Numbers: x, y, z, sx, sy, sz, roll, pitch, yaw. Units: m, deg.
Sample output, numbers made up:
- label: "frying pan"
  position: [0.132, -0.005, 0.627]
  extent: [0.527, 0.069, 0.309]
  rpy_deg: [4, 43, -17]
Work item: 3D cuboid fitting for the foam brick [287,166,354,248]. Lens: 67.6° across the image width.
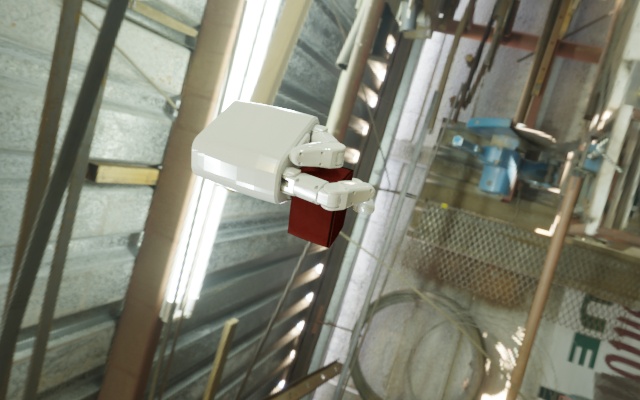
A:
- label: "foam brick"
  position: [0.000, 0.002, 0.530]
  extent: [0.051, 0.078, 0.053]
  rpy_deg: [16, 28, 14]
